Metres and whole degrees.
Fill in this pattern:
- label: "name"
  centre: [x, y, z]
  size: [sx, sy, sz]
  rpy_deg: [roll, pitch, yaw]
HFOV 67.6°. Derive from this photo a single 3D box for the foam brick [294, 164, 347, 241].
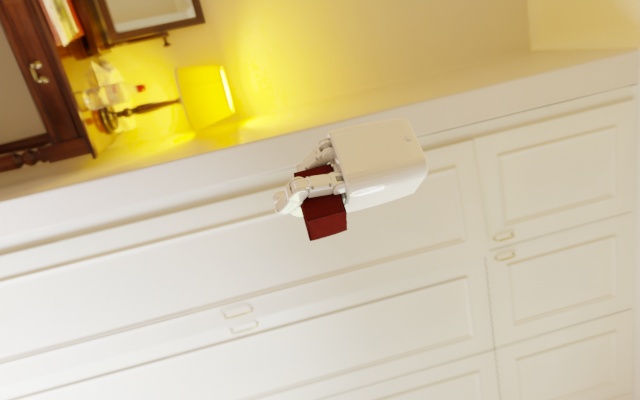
- label: "foam brick"
  centre: [0.000, 0.002, 0.615]
  size: [0.051, 0.078, 0.053]
  rpy_deg: [-13, -32, -5]
